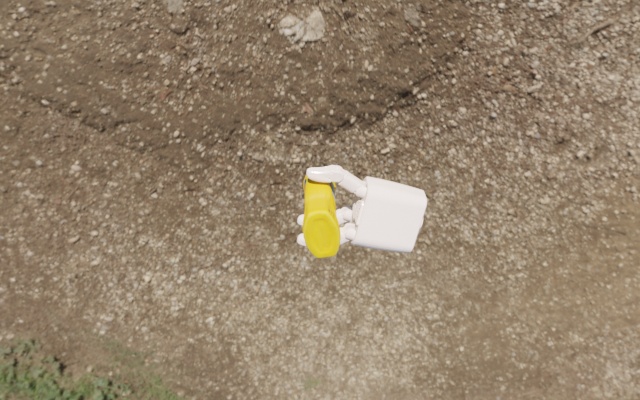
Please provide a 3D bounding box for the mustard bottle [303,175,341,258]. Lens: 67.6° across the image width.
[{"bbox_3d":[0.000,0.003,0.813,0.058,0.096,0.191,-9,34,5],"label":"mustard bottle"}]
